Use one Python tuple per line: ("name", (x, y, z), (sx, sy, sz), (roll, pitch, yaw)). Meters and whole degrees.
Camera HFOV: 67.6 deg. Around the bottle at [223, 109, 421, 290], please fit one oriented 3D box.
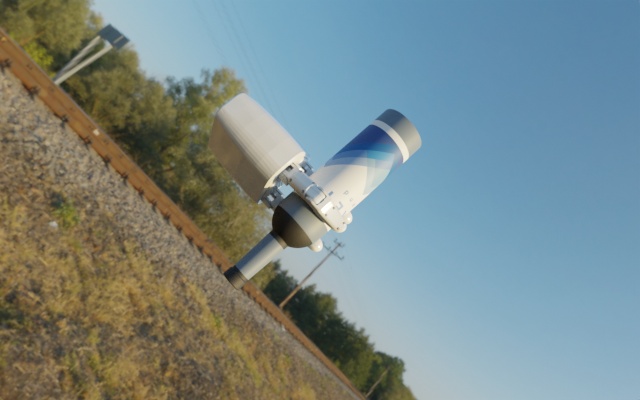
("bottle", (0.000, 0.002, 0.599), (0.295, 0.069, 0.069), (-42, 9, -11))
